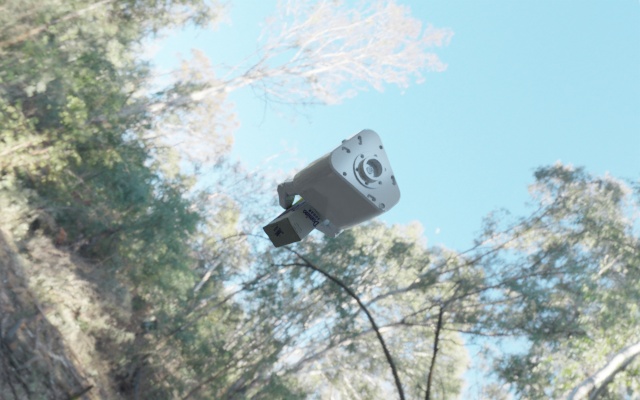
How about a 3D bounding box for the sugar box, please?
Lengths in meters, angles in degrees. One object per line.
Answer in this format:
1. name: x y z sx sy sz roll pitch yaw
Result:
1. sugar box: 0.000 0.002 0.741 0.176 0.048 0.093 -36 7 -31
